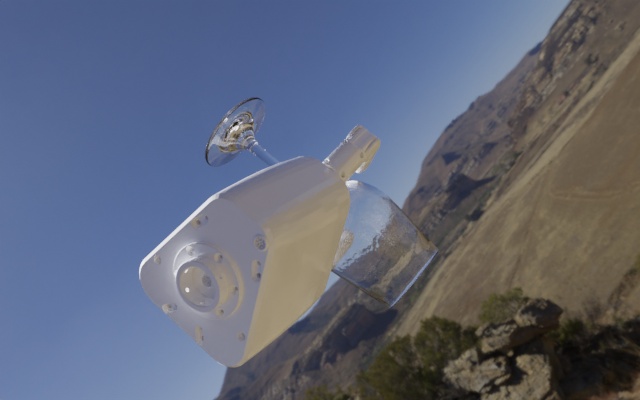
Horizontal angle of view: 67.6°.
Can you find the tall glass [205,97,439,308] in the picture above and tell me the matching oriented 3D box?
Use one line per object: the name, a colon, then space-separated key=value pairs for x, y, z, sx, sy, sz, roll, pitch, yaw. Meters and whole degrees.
tall glass: x=0.000 y=0.001 z=0.403 sx=0.201 sy=0.079 sz=0.079 roll=39 pitch=9 yaw=11
